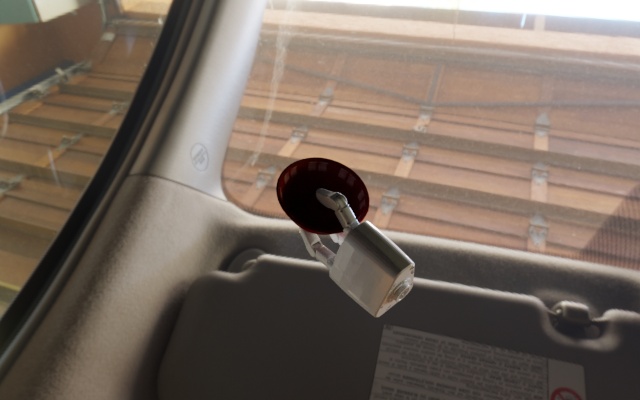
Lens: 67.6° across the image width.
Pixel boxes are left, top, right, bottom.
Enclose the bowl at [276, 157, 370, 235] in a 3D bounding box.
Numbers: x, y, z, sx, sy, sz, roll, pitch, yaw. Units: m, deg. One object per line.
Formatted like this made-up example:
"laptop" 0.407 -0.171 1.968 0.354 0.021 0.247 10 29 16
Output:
"bowl" -0.001 0.002 0.825 0.162 0.162 0.055 0 -36 -15
